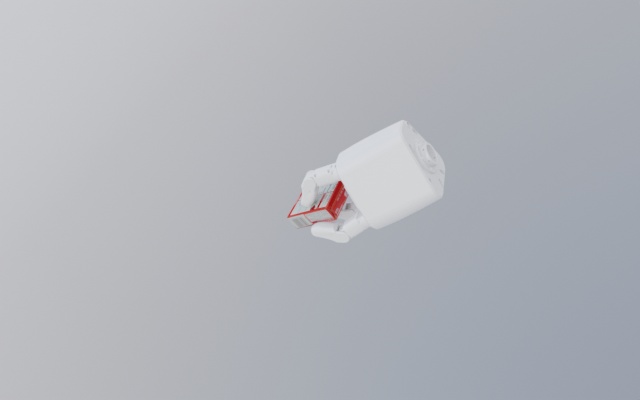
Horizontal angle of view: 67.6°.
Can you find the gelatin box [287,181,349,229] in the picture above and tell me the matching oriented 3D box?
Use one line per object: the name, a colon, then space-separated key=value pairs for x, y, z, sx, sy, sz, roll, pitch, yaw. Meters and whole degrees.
gelatin box: x=0.000 y=0.002 z=0.734 sx=0.089 sy=0.073 sz=0.030 roll=-15 pitch=-54 yaw=42
